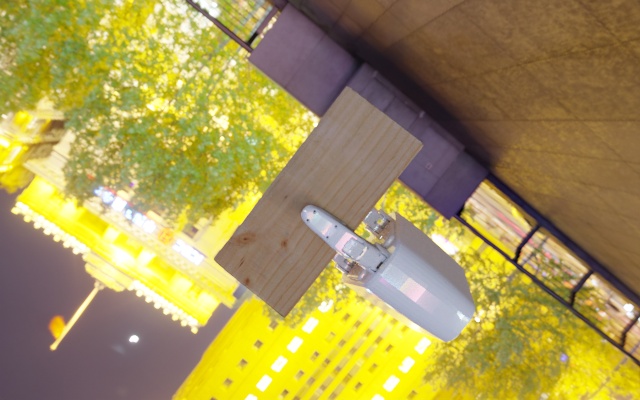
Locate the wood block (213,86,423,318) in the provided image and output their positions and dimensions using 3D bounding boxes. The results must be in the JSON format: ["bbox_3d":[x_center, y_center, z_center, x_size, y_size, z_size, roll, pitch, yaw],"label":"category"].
[{"bbox_3d":[0.000,0.002,0.481,0.090,0.206,0.091,38,4,4],"label":"wood block"}]
